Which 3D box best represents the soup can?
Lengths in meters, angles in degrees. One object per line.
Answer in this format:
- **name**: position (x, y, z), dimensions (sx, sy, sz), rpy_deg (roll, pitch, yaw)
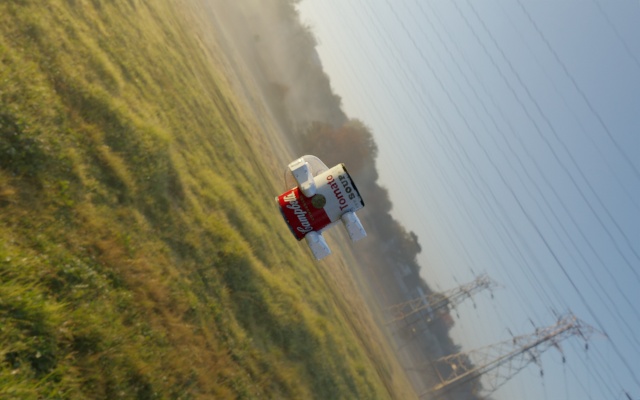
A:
- **soup can**: position (0.000, 0.002, 0.642), dimensions (0.102, 0.068, 0.068), rpy_deg (-28, -1, 2)
